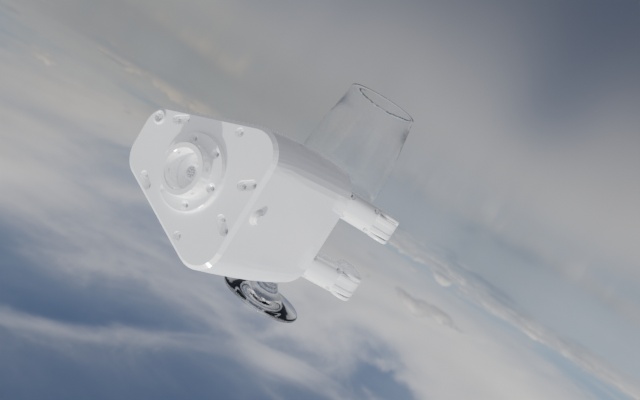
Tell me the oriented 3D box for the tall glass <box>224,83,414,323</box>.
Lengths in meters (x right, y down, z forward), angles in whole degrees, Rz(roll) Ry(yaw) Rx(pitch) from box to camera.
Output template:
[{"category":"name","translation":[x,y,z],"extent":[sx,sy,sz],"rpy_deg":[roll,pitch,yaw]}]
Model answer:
[{"category":"tall glass","translation":[0.000,0.002,0.413],"extent":[0.079,0.201,0.079],"rpy_deg":[32,5,-3]}]
